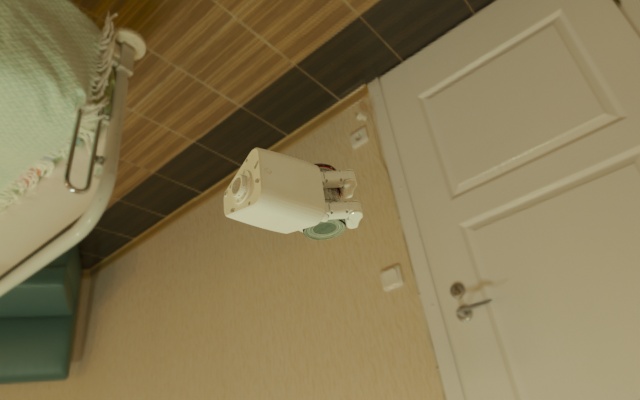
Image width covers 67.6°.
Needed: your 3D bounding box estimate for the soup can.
[{"bbox_3d":[0.000,0.003,0.747,0.068,0.102,0.068,-6,-31,-4],"label":"soup can"}]
